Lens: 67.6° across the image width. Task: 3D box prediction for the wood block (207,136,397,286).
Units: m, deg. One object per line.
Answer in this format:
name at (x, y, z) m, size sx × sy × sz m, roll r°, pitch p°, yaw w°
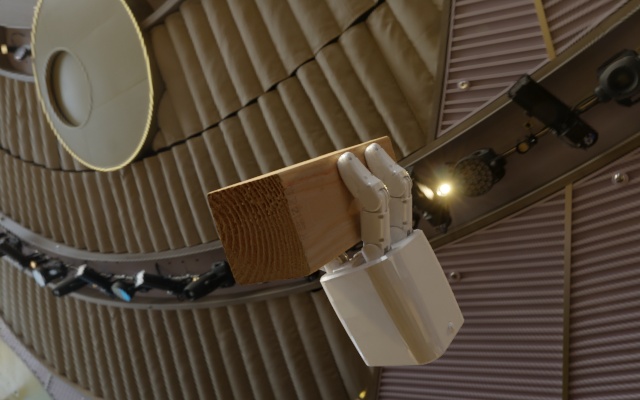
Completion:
wood block at (0.000, 0.002, 0.486) m, size 0.091 × 0.090 × 0.206 m, roll -14°, pitch 6°, yaw 36°
